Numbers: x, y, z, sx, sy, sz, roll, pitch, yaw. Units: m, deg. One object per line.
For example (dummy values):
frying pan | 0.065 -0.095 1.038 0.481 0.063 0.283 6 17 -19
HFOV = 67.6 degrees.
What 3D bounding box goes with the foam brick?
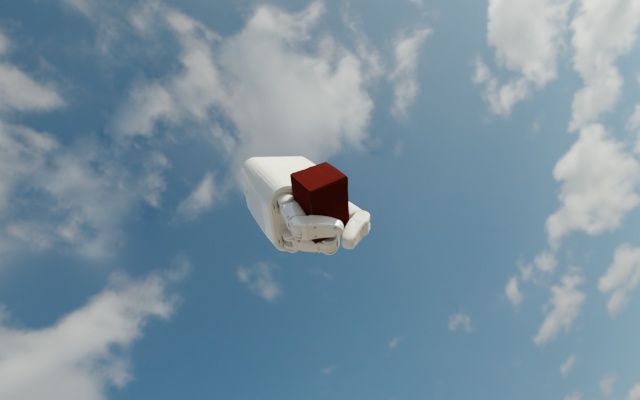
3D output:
foam brick | 0.000 0.002 0.576 0.053 0.078 0.051 -20 37 -22
